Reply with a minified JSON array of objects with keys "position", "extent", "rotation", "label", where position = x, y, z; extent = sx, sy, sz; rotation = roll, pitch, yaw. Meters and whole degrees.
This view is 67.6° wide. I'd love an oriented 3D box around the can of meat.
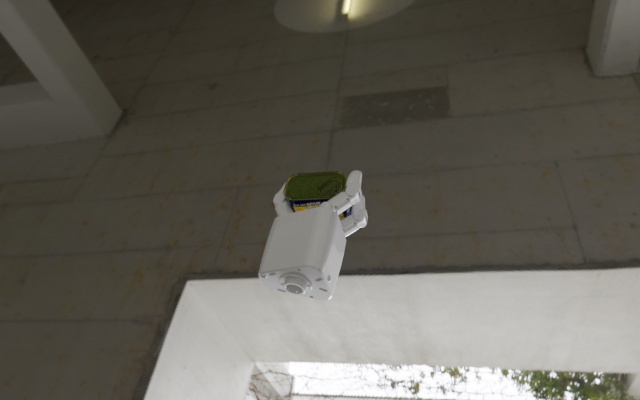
[{"position":[0.000,0.003,0.789],"extent":[0.102,0.057,0.084],"rotation":[-3,-43,16],"label":"can of meat"}]
